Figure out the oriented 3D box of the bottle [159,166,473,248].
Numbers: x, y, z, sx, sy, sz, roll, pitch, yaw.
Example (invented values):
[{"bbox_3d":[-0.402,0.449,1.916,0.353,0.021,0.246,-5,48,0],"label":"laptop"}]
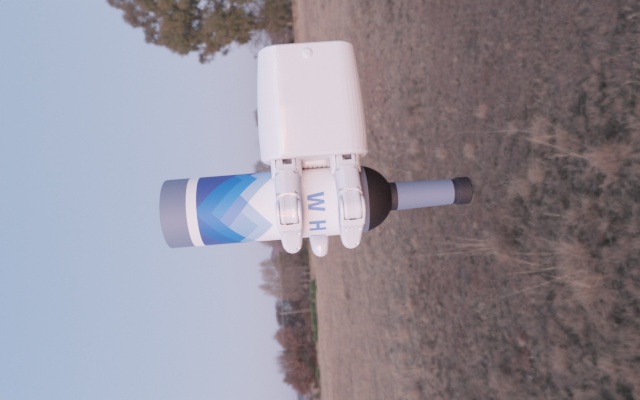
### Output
[{"bbox_3d":[0.000,0.002,0.469,0.296,0.069,0.069,-5,0,-2],"label":"bottle"}]
